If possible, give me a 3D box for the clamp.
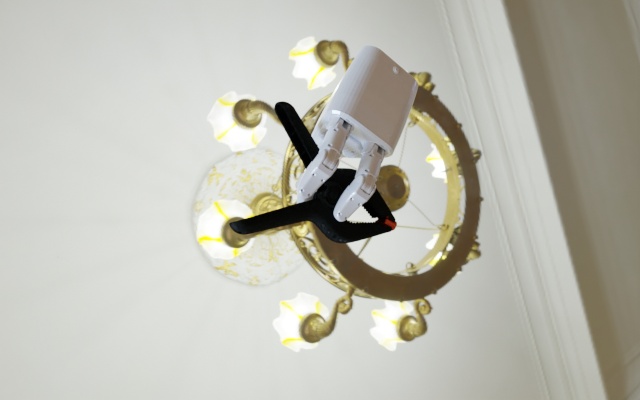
[{"bbox_3d":[0.000,0.002,0.578,0.210,0.164,0.036,32,-18,-22],"label":"clamp"}]
